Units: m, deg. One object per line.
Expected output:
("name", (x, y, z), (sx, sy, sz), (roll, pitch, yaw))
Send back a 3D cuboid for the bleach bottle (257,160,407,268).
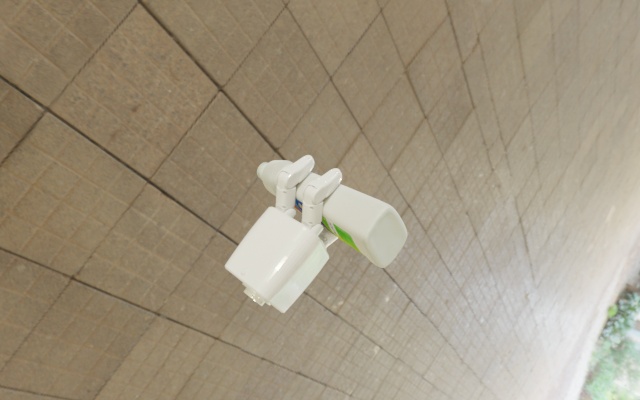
("bleach bottle", (0.000, 0.002, 0.692), (0.250, 0.068, 0.103), (28, -16, 38))
